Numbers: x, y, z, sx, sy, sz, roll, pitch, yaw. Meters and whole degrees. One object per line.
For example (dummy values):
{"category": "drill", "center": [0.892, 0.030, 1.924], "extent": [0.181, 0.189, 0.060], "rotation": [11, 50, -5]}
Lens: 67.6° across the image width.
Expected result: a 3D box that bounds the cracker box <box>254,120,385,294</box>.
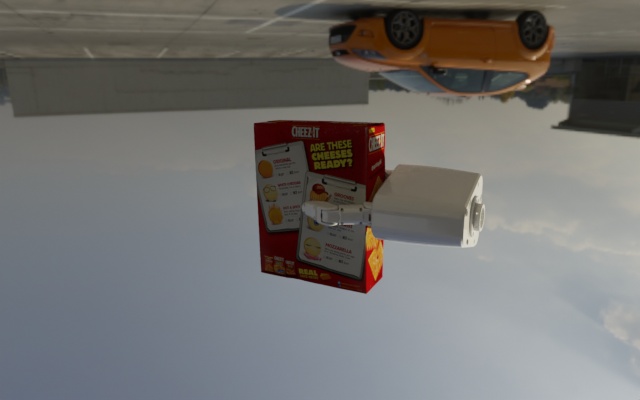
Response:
{"category": "cracker box", "center": [0.000, 0.002, 0.640], "extent": [0.164, 0.214, 0.072], "rotation": [7, 16, 27]}
